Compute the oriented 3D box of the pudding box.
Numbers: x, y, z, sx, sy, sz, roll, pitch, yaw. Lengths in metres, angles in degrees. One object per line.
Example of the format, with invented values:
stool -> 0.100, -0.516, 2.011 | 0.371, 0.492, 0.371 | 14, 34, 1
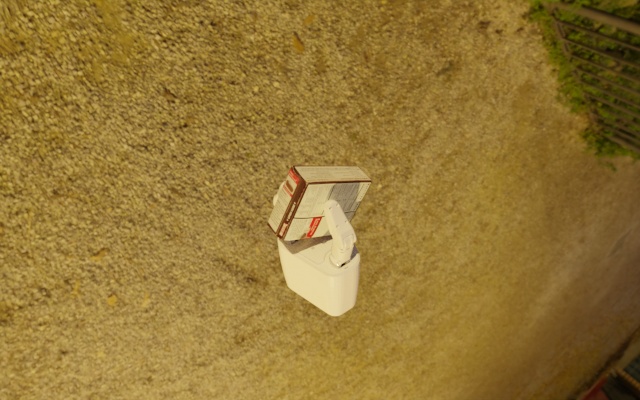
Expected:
pudding box -> 0.000, 0.002, 0.593 | 0.113, 0.090, 0.039 | -5, 40, -43
